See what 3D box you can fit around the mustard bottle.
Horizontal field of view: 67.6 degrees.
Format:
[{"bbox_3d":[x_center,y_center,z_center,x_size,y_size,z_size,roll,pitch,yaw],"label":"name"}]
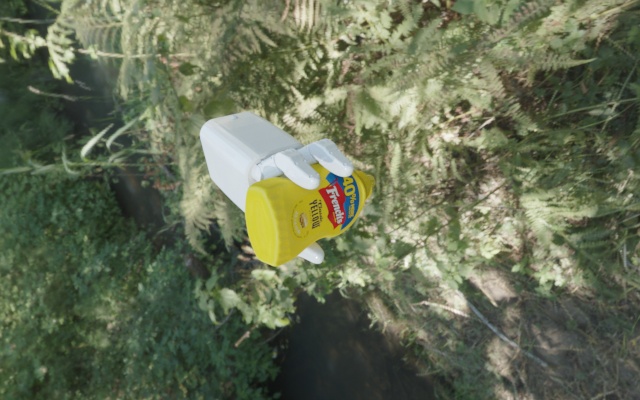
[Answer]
[{"bbox_3d":[0.000,0.002,0.584,0.058,0.096,0.191,12,26,44],"label":"mustard bottle"}]
